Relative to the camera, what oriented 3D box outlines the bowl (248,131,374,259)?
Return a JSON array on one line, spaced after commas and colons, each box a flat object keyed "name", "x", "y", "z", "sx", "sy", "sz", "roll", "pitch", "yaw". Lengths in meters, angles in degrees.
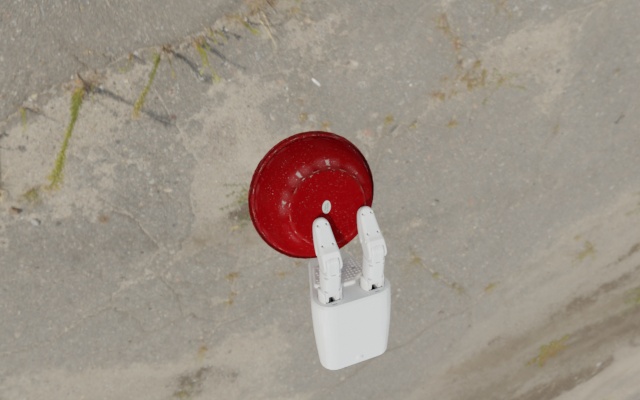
[{"name": "bowl", "x": 0.000, "y": 0.001, "z": 0.558, "sx": 0.162, "sy": 0.162, "sz": 0.055, "roll": 0, "pitch": 15, "yaw": -20}]
